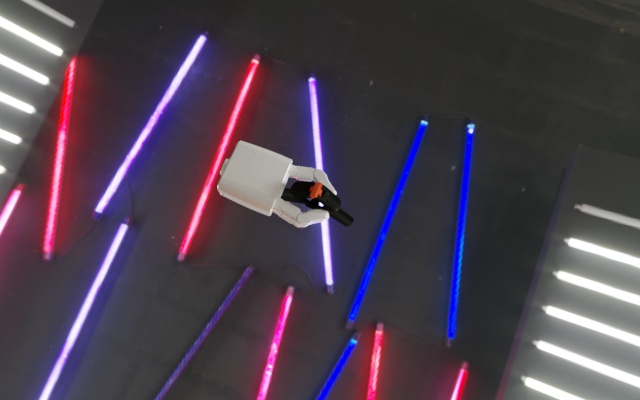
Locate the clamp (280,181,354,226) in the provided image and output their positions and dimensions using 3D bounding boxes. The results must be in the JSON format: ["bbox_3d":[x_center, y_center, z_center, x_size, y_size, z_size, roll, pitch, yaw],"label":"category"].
[{"bbox_3d":[0.000,0.002,0.892,0.164,0.036,0.210,22,-9,-4],"label":"clamp"}]
